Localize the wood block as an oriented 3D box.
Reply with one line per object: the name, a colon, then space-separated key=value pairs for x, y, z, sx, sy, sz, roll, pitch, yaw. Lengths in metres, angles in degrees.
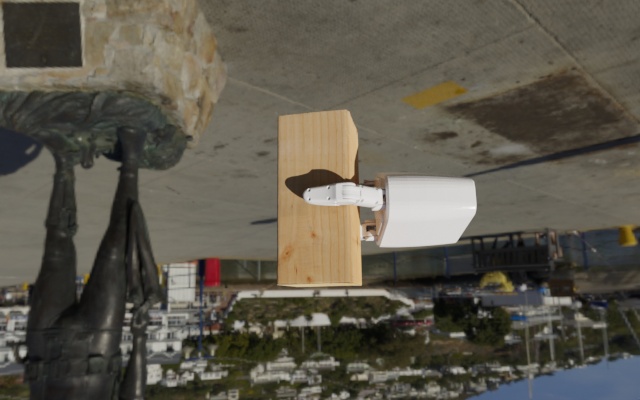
wood block: x=0.000 y=0.002 z=0.599 sx=0.090 sy=0.206 sz=0.091 roll=-3 pitch=-12 yaw=12
